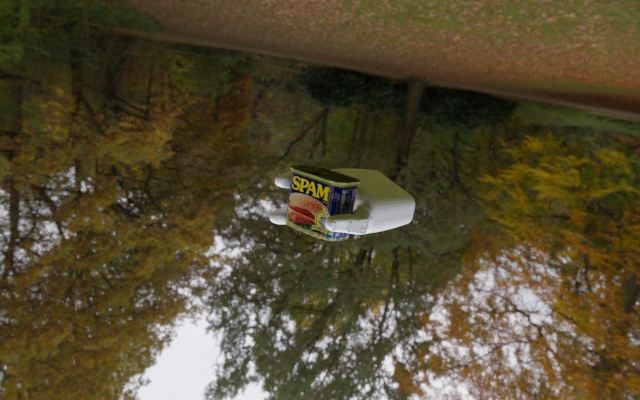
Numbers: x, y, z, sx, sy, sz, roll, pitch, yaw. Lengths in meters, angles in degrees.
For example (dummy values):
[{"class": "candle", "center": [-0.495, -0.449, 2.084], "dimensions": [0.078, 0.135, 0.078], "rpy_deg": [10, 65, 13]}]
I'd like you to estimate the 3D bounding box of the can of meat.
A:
[{"class": "can of meat", "center": [0.000, 0.003, 0.667], "dimensions": [0.102, 0.084, 0.057], "rpy_deg": [20, 18, 38]}]
